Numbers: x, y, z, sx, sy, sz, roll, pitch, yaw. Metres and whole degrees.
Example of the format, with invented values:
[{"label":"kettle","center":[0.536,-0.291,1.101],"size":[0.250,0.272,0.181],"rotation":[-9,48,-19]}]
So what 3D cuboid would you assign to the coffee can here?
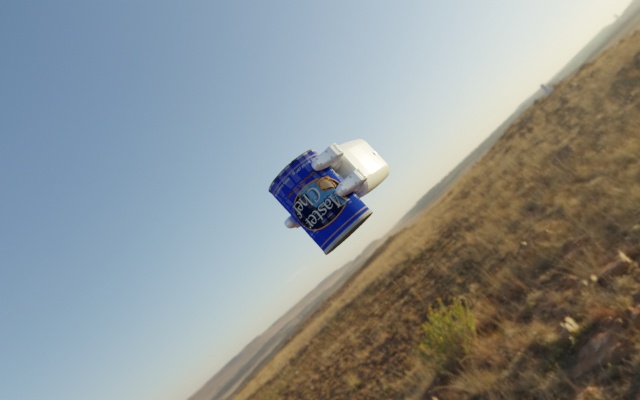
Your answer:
[{"label":"coffee can","center":[0.000,0.003,0.771],"size":[0.103,0.140,0.103],"rotation":[-42,-8,-7]}]
